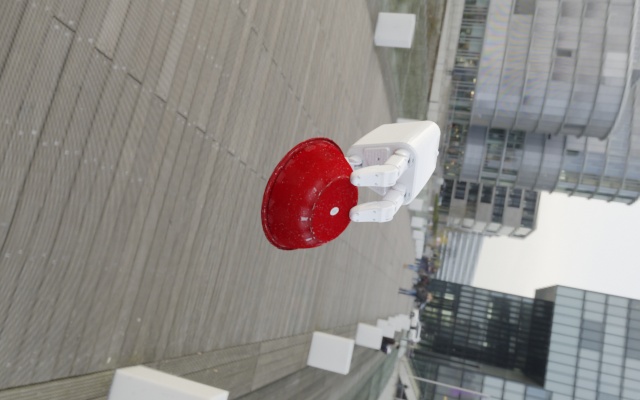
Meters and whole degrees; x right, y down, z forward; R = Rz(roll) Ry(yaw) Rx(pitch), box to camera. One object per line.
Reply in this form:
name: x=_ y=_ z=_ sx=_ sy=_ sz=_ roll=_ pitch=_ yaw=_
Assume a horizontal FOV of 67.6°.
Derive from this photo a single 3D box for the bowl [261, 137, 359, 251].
bowl: x=0.000 y=0.003 z=0.624 sx=0.055 sy=0.162 sz=0.162 roll=27 pitch=17 yaw=36
